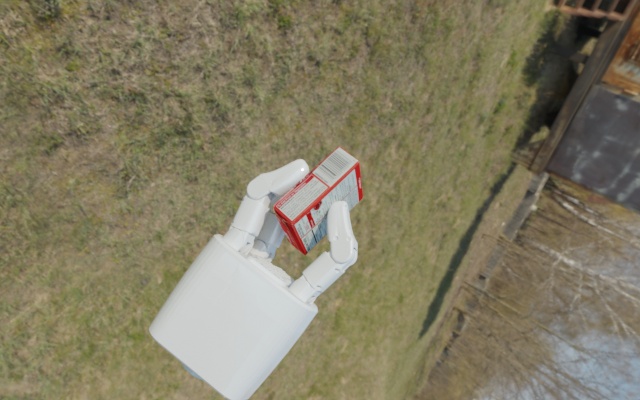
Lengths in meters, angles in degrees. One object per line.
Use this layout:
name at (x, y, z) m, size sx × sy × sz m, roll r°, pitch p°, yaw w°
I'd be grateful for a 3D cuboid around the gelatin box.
gelatin box at (0.001, 0.002, 0.458) m, size 0.030 × 0.089 × 0.073 m, roll 41°, pitch -14°, yaw 24°
